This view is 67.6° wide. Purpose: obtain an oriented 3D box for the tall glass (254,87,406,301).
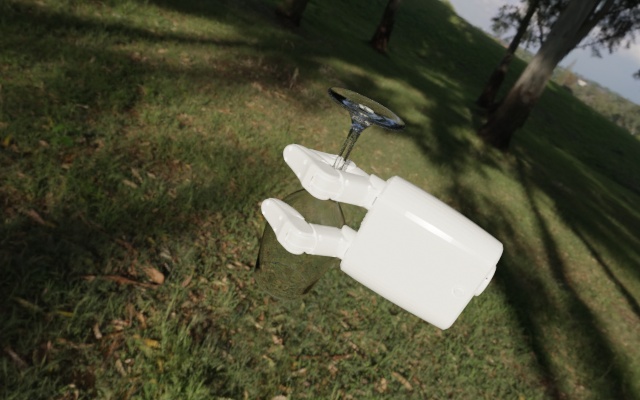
[{"bbox_3d":[0.000,0.001,0.451,0.079,0.201,0.079,22,25,-11],"label":"tall glass"}]
